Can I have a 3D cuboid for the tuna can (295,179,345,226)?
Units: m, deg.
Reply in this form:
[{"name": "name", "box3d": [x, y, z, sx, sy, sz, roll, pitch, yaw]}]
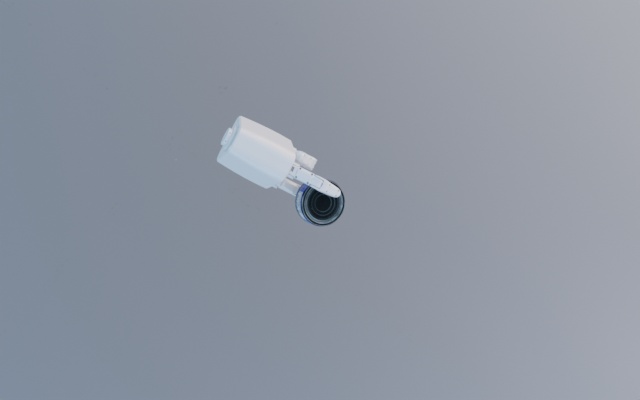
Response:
[{"name": "tuna can", "box3d": [0.000, 0.003, 0.855, 0.086, 0.086, 0.033, 0, 7, -22]}]
